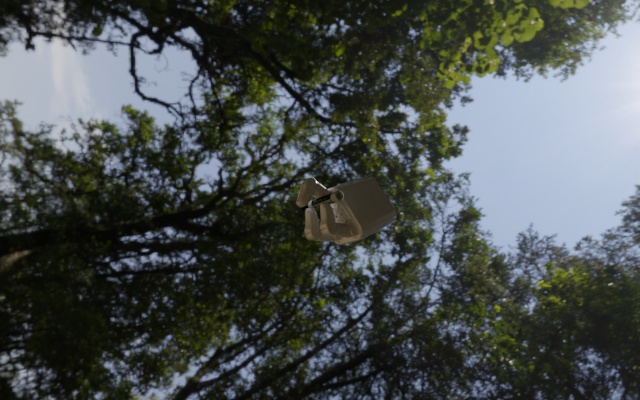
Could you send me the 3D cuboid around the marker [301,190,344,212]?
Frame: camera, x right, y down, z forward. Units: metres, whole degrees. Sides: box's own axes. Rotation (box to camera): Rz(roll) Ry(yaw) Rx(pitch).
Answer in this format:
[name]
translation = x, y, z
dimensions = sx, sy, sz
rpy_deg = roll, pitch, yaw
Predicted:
[marker]
translation = 0.000, 0.003, 0.889
dimensions = 0.020, 0.020, 0.121
rpy_deg = 0, -11, -34
